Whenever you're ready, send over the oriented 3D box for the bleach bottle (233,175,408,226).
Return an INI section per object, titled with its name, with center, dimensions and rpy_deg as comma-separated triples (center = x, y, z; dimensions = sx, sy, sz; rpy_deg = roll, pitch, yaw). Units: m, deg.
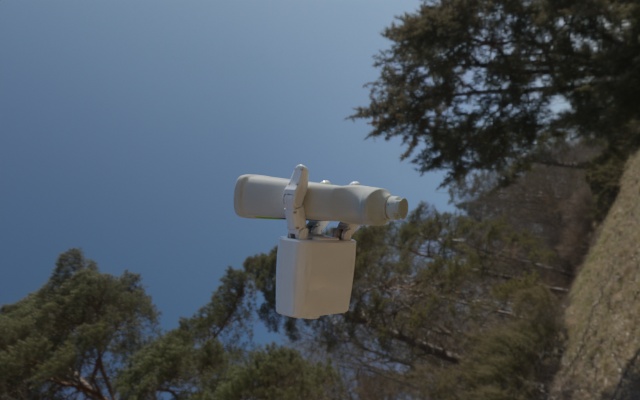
[bleach bottle]
center = 0.000, 0.002, 0.680
dimensions = 0.251, 0.068, 0.102
rpy_deg = 5, 1, 35
